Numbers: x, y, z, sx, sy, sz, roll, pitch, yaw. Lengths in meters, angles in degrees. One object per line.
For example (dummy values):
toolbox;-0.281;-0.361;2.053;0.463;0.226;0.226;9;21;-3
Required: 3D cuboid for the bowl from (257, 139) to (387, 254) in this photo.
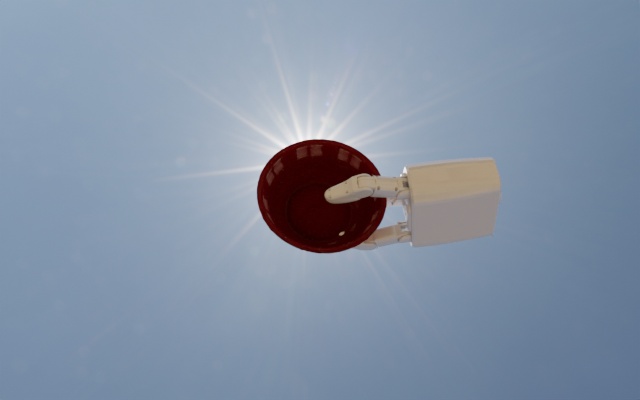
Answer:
bowl;-0.001;0.002;0.612;0.162;0.162;0.055;0;-28;-6
